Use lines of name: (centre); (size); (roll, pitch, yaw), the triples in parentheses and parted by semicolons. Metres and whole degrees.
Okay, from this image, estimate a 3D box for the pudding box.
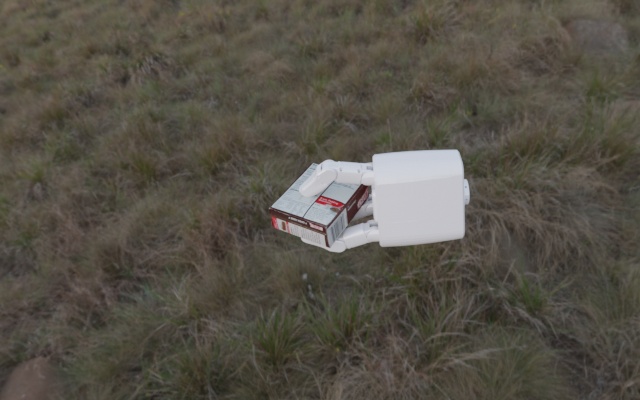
pudding box: (0.000, 0.002, 0.630); (0.090, 0.039, 0.113); (17, 44, 27)
